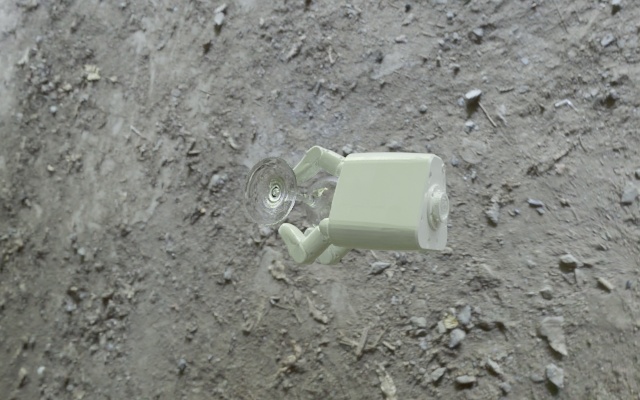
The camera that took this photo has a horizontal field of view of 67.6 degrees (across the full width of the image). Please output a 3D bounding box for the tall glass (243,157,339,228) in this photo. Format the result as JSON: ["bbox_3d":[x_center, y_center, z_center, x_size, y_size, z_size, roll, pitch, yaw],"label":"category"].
[{"bbox_3d":[0.000,0.002,0.589,0.079,0.079,0.201,0,-7,34],"label":"tall glass"}]
